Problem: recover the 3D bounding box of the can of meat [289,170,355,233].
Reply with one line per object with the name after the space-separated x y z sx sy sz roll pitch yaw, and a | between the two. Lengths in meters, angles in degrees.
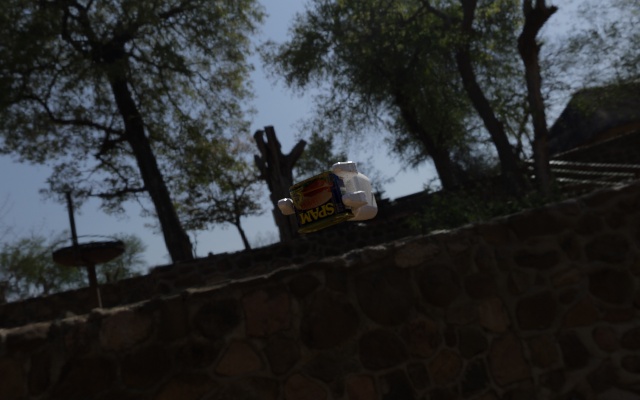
0.000 0.002 0.837 0.102 0.084 0.057 -20 -13 28 | can of meat
